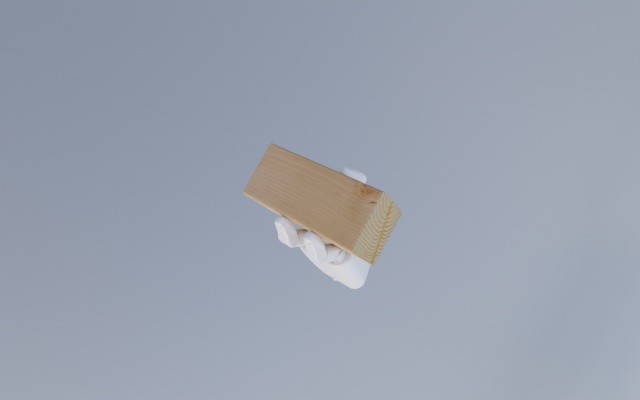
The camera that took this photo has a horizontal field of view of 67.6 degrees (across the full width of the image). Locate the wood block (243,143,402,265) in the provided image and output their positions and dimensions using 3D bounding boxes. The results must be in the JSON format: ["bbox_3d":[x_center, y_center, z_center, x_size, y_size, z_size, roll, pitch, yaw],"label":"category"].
[{"bbox_3d":[0.001,0.002,0.699,0.206,0.091,0.090,26,-6,32],"label":"wood block"}]
